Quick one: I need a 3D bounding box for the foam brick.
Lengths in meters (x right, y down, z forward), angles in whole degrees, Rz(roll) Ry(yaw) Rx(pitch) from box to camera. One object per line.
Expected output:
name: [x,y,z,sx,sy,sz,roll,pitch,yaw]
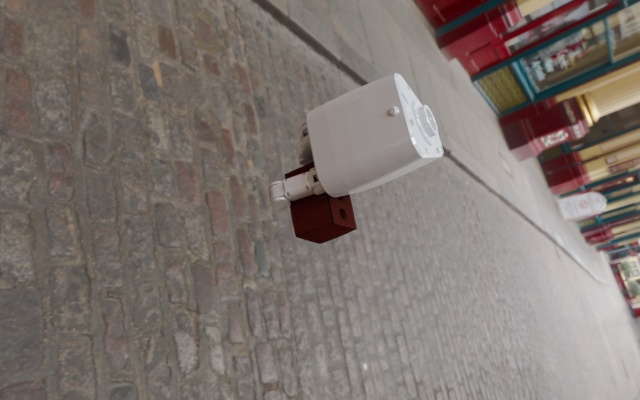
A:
foam brick: [0.000,0.002,0.532,0.051,0.078,0.053,-21,-21,27]
